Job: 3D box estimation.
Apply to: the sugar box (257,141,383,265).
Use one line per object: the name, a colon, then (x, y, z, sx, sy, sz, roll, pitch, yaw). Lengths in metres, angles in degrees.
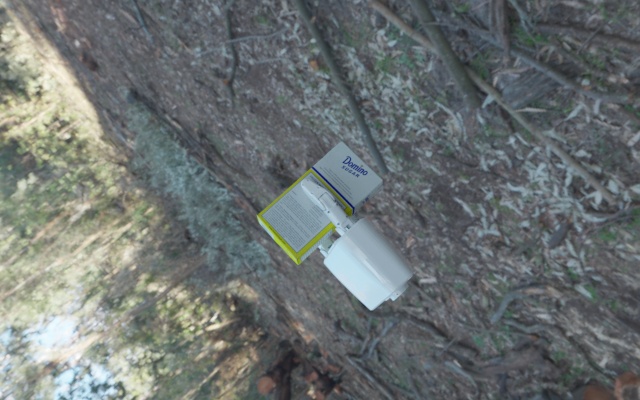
sugar box: (0.000, 0.003, 0.720, 0.176, 0.093, 0.048, -41, -14, -13)
